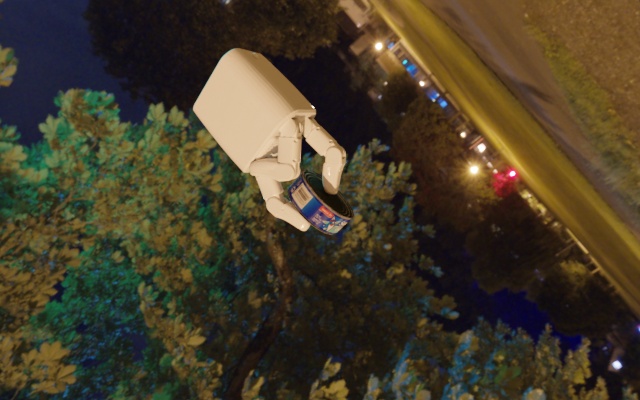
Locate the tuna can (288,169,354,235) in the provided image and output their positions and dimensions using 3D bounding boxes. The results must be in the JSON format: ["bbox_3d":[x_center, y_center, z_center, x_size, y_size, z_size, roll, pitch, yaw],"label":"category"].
[{"bbox_3d":[0.000,0.002,0.606,0.034,0.086,0.086,-46,-17,17],"label":"tuna can"}]
